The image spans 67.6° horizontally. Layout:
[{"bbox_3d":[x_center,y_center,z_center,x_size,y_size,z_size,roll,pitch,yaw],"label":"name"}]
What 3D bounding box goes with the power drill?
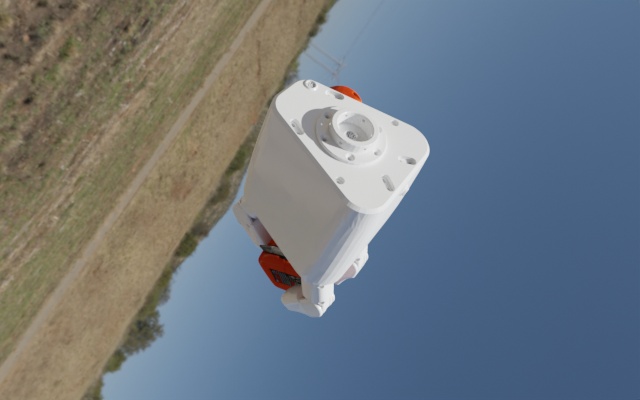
[{"bbox_3d":[0.000,0.002,0.497,0.057,0.187,0.184,14,-21,11],"label":"power drill"}]
